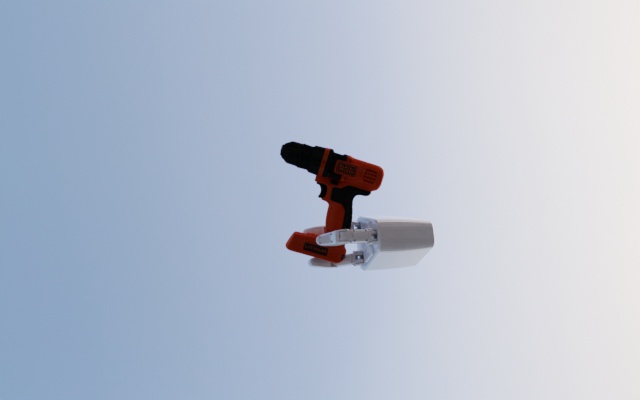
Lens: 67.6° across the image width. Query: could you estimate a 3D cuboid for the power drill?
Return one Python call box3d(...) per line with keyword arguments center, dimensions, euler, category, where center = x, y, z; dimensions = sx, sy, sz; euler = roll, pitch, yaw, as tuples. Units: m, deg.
box3d(center=(0.000, 0.003, 0.830), dimensions=(0.184, 0.187, 0.057), euler=(17, 4, 2), category="power drill")
